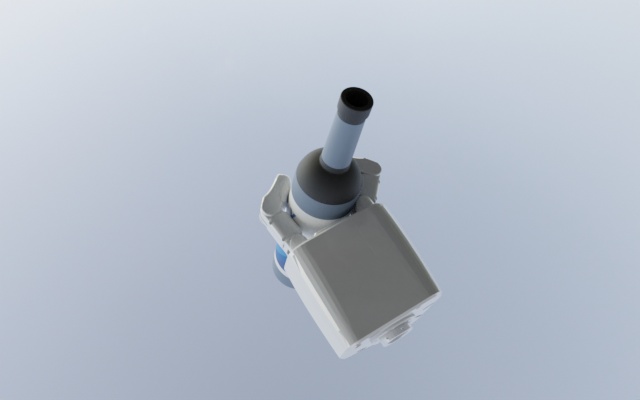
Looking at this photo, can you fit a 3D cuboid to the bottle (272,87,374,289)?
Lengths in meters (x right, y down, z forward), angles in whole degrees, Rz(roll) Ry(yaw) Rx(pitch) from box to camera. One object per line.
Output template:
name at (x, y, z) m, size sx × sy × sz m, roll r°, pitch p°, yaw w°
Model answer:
bottle at (0.000, 0.002, 0.494) m, size 0.069 × 0.069 × 0.296 m, roll 0°, pitch -34°, yaw -14°
